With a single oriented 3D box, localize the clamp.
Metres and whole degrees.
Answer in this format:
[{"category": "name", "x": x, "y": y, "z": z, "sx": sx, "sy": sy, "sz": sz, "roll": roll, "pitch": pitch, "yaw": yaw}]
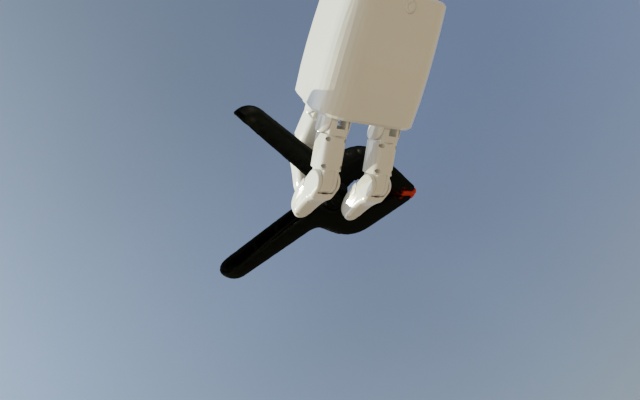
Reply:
[{"category": "clamp", "x": 0.000, "y": 0.001, "z": 0.468, "sx": 0.210, "sy": 0.165, "sz": 0.036, "roll": 3, "pitch": 24, "yaw": -32}]
